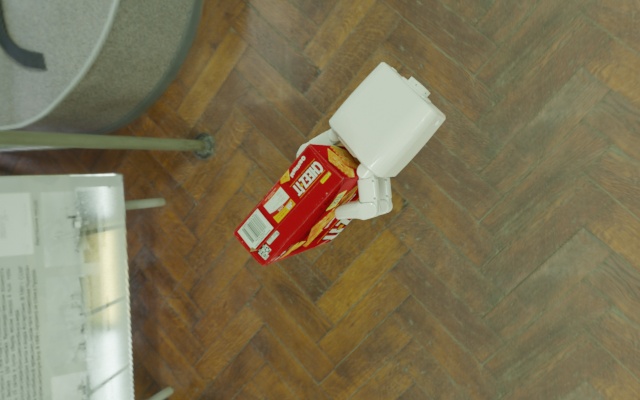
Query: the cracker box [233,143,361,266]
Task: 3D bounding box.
[{"bbox_3d":[0.000,0.002,0.682,0.164,0.072,0.213,-48,-15,20],"label":"cracker box"}]
